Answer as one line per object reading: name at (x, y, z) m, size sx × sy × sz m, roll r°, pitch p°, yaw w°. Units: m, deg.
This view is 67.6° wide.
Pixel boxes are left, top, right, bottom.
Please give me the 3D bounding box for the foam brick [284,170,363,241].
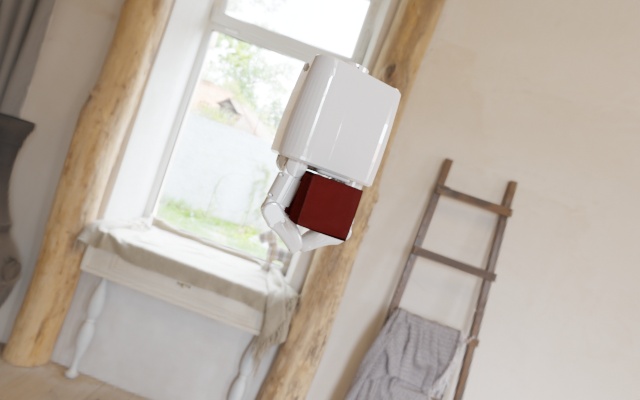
foam brick at (0.000, 0.002, 0.474) m, size 0.053 × 0.051 × 0.078 m, roll 20°, pitch 3°, yaw -16°
